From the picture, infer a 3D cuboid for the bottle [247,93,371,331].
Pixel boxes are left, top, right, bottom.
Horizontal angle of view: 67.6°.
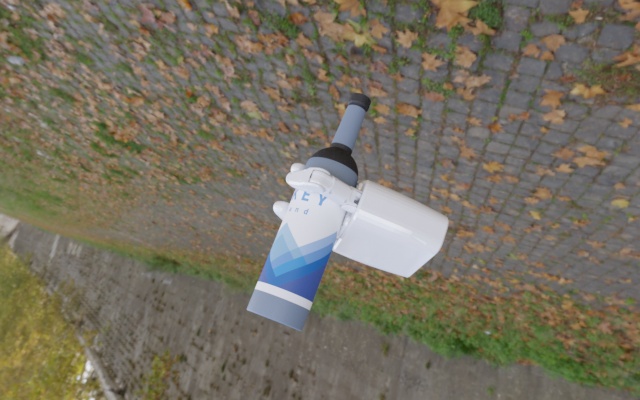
[{"bbox_3d":[0.000,0.002,0.571,0.069,0.295,0.069,20,-15,6],"label":"bottle"}]
